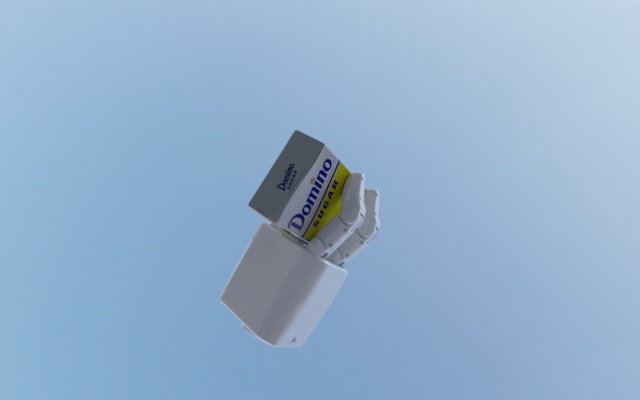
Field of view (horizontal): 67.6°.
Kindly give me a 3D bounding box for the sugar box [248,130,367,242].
[{"bbox_3d":[0.000,0.002,0.537,0.048,0.093,0.176,31,-3,27],"label":"sugar box"}]
